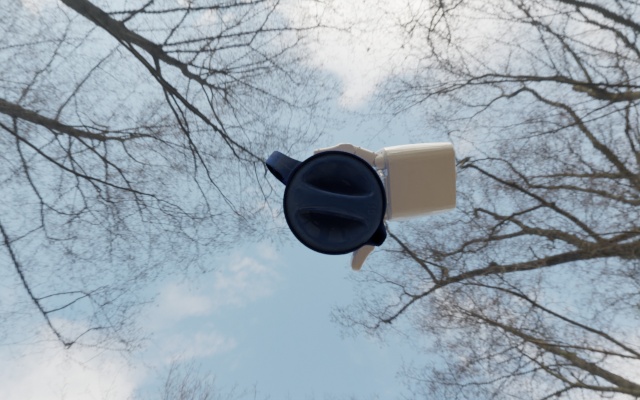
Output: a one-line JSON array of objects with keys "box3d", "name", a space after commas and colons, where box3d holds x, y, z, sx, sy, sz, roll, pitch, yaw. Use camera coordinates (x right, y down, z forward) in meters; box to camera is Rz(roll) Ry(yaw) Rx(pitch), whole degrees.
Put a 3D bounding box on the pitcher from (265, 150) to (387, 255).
[{"box3d": [0.000, 0.002, 0.715, 0.145, 0.149, 0.243, -9, -2, -6], "name": "pitcher"}]
